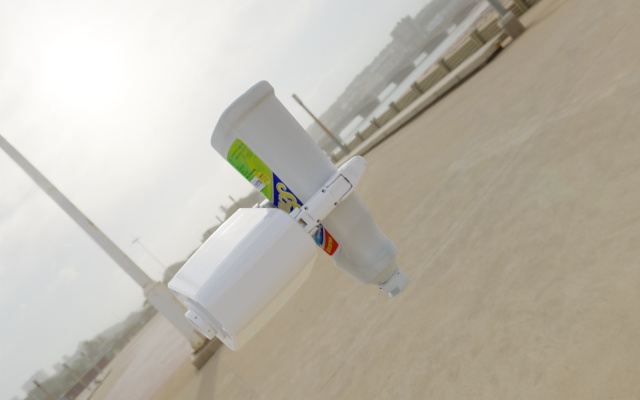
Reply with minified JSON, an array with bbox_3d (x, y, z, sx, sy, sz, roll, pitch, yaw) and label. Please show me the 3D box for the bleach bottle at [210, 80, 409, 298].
[{"bbox_3d":[0.000,0.002,0.490,0.068,0.251,0.102,-47,5,-25],"label":"bleach bottle"}]
